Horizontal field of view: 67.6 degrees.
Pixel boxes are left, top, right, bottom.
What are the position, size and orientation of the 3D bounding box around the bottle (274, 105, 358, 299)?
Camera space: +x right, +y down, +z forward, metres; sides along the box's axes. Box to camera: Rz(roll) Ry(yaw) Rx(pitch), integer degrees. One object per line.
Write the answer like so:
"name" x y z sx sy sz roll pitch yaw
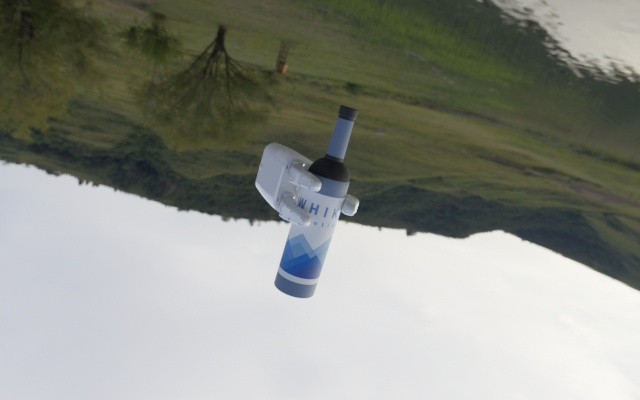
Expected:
"bottle" 0.000 0.003 0.726 0.069 0.296 0.069 16 13 -4
